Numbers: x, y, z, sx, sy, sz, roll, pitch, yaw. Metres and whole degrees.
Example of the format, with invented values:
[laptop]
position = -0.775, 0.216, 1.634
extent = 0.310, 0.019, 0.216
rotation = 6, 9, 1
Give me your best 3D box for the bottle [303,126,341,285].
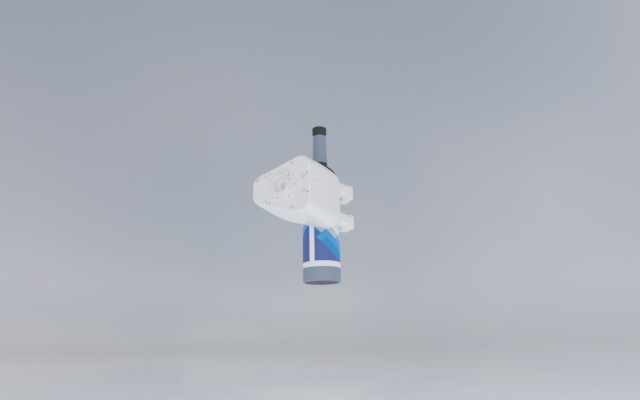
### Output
[bottle]
position = 0.000, 0.003, 0.876
extent = 0.069, 0.295, 0.069
rotation = -1, -17, 0
